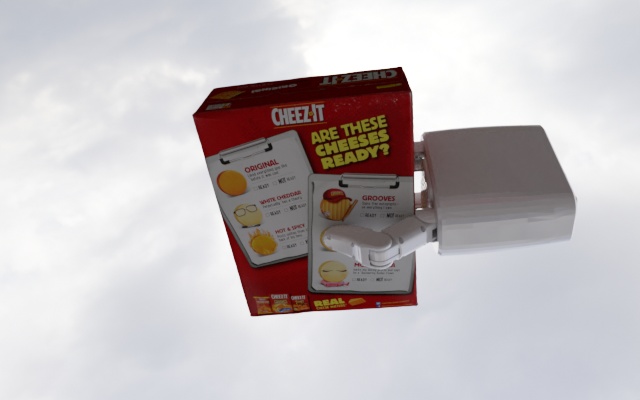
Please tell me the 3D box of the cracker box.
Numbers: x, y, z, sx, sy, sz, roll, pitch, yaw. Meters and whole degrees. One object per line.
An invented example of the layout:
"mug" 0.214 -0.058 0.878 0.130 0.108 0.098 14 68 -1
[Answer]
"cracker box" 0.000 0.002 0.425 0.164 0.214 0.072 -5 32 6
